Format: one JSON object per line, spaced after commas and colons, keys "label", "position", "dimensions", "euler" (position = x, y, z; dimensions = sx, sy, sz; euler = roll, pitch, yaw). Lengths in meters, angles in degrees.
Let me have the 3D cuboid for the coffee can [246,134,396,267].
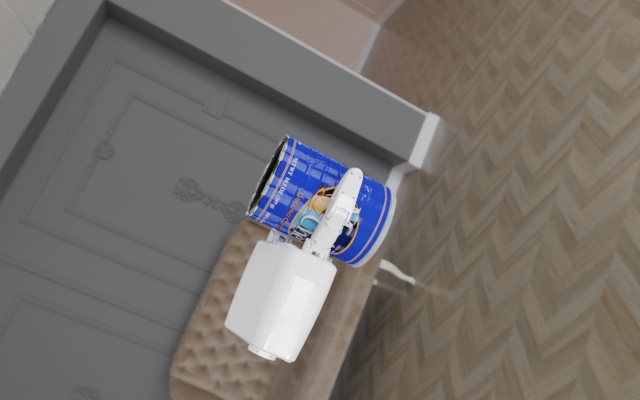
{"label": "coffee can", "position": [0.000, 0.002, 0.546], "dimensions": [0.140, 0.103, 0.103], "euler": [26, -6, -12]}
